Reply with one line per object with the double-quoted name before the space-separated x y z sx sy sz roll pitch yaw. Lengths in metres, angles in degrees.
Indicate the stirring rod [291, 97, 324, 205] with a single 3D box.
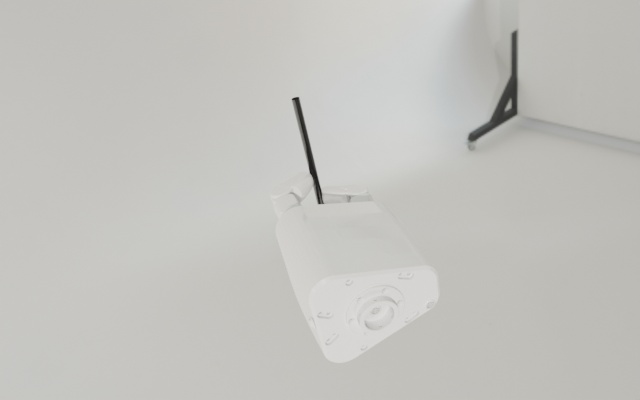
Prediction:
"stirring rod" 0.000 0.002 0.523 0.011 0.240 0.011 -10 31 6
